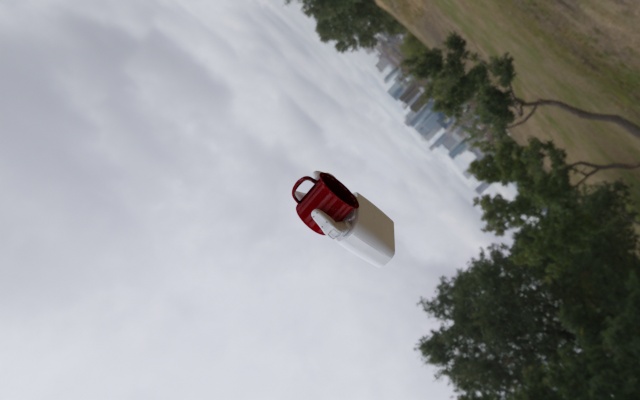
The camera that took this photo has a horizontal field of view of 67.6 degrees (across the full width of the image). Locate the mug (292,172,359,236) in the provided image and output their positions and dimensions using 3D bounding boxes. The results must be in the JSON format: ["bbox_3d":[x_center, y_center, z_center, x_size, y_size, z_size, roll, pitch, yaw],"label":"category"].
[{"bbox_3d":[-0.001,0.002,0.862,0.117,0.081,0.093,35,19,-22],"label":"mug"}]
